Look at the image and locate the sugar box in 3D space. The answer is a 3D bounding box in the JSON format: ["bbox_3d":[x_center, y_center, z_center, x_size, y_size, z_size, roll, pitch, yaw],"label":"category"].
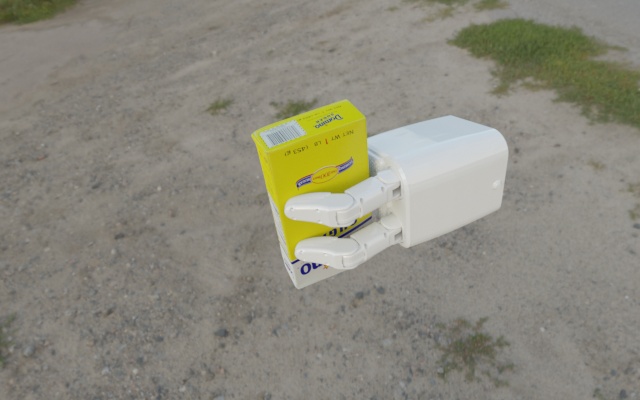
[{"bbox_3d":[0.000,0.002,0.456,0.093,0.176,0.048,-21,40,-13],"label":"sugar box"}]
